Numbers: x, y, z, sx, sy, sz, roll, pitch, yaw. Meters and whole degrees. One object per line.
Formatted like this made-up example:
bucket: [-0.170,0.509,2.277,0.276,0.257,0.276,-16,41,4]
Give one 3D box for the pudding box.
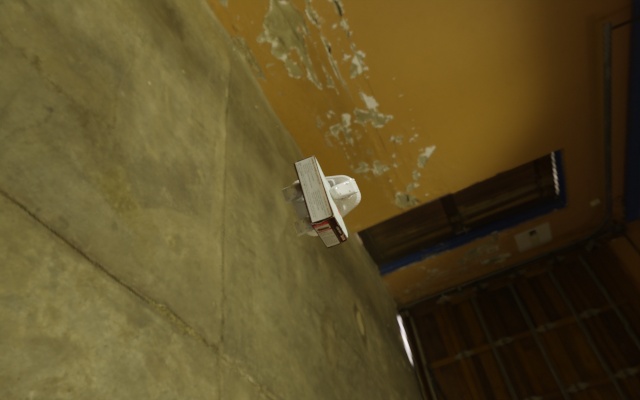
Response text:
pudding box: [0.000,0.002,0.714,0.039,0.113,0.090,-23,-31,6]
